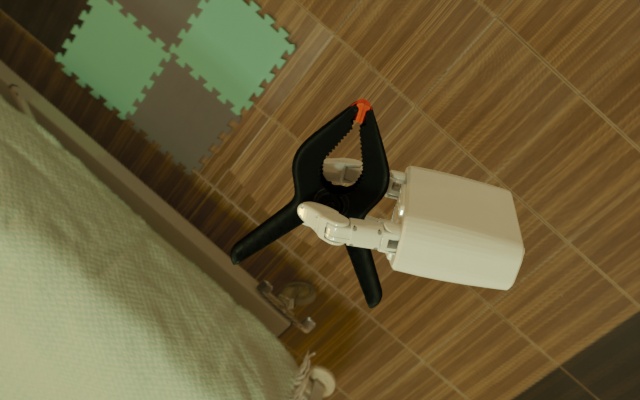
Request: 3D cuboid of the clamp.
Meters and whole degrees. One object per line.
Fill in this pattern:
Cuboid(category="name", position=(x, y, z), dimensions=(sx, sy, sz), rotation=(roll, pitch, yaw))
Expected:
Cuboid(category="clamp", position=(0.000, 0.001, 0.471), dimensions=(0.164, 0.210, 0.036), rotation=(11, 21, 0))
